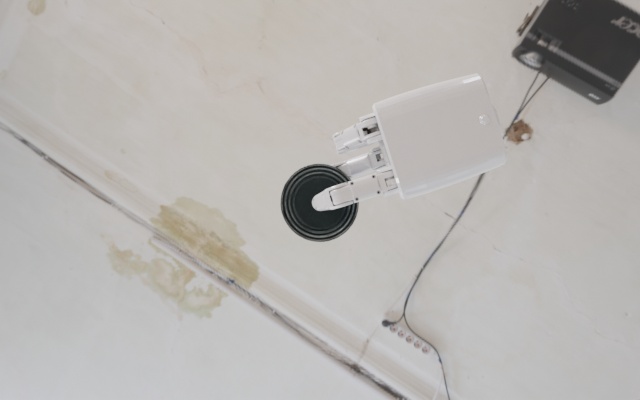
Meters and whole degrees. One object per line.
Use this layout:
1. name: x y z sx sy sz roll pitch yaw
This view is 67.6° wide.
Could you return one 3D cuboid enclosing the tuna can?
1. tuna can: 0.000 0.002 0.535 0.086 0.086 0.034 0 4 5
